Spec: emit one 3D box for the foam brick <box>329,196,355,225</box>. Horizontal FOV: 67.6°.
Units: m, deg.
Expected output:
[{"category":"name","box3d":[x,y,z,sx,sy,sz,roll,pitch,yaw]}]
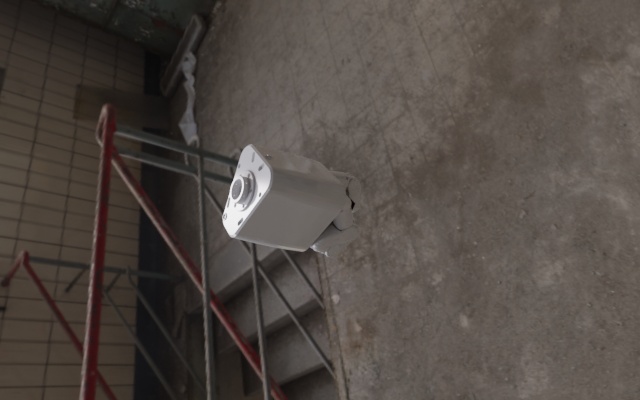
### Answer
[{"category":"foam brick","box3d":[0.000,0.002,0.655,0.051,0.053,0.078,12,23,-36]}]
